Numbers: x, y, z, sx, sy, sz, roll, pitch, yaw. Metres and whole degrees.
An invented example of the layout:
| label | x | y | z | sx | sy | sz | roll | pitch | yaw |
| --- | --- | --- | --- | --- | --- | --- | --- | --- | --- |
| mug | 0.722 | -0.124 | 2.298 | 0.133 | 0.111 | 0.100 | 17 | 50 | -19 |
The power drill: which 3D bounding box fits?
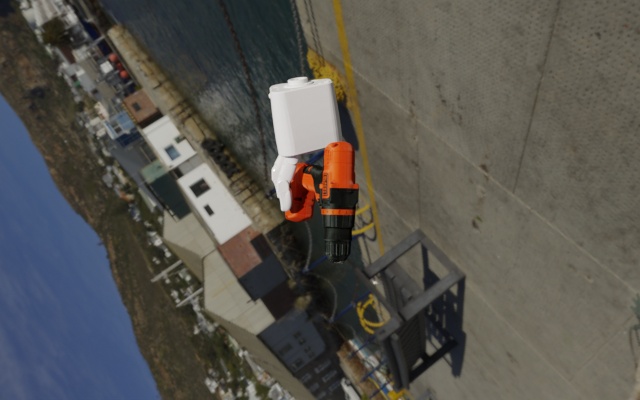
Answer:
| label | x | y | z | sx | sy | sz | roll | pitch | yaw |
| --- | --- | --- | --- | --- | --- | --- | --- | --- | --- |
| power drill | 0.000 | 0.002 | 0.788 | 0.057 | 0.184 | 0.187 | 3 | -1 | -27 |
